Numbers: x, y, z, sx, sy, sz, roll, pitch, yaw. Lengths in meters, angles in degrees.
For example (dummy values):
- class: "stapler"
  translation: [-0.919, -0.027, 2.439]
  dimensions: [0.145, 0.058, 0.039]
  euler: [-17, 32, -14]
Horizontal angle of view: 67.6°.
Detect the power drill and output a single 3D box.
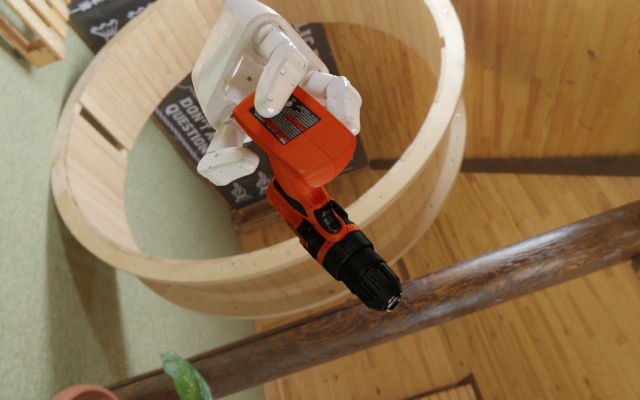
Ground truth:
- class: "power drill"
  translation: [0.000, 0.001, 0.415]
  dimensions: [0.057, 0.184, 0.188]
  euler: [-37, -31, -16]
